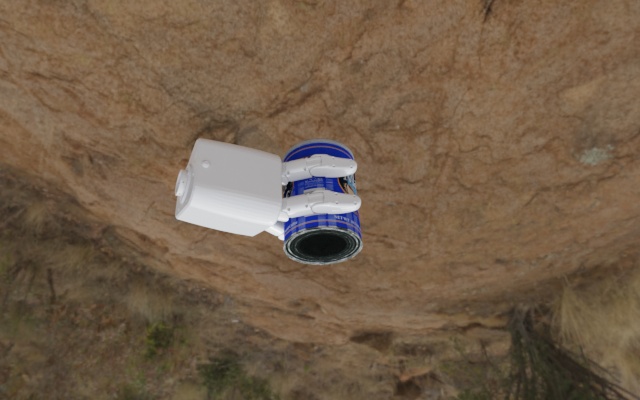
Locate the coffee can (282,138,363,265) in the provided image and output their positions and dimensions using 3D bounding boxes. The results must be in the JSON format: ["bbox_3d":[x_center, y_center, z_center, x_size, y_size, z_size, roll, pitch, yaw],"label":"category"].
[{"bbox_3d":[0.000,0.002,0.649,0.103,0.140,0.103,-2,-33,-2],"label":"coffee can"}]
